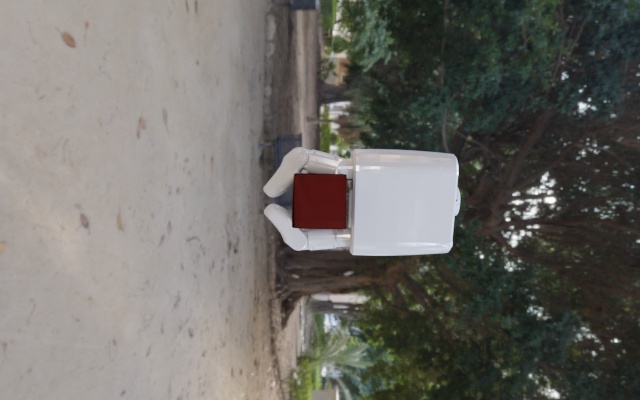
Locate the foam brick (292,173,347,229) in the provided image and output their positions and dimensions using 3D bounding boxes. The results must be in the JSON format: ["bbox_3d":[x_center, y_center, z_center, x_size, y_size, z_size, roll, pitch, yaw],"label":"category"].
[{"bbox_3d":[0.000,0.002,0.479,0.051,0.053,0.078,2,-1,1],"label":"foam brick"}]
